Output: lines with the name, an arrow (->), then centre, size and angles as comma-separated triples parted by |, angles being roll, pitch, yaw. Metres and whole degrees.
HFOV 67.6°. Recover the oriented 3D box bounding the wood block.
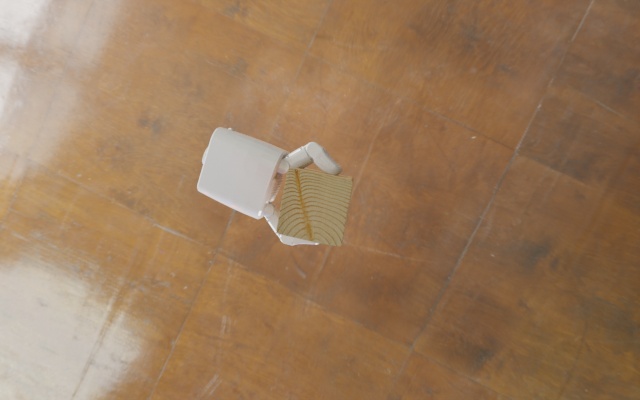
wood block -> 0.000, 0.003, 0.722 | 0.090, 0.091, 0.206 | 11, 5, 4
